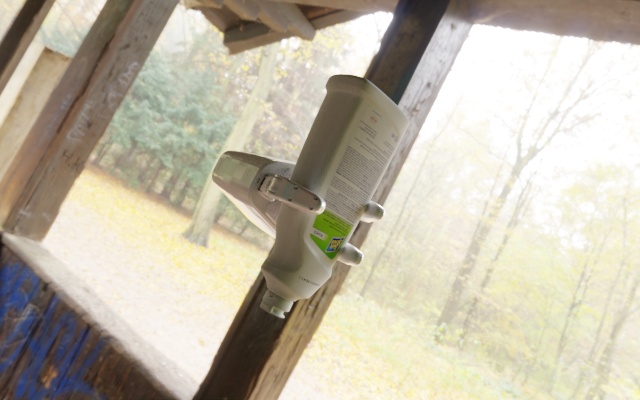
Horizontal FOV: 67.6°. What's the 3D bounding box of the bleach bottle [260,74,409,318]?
[{"bbox_3d":[0.000,0.002,0.504,0.102,0.251,0.068,31,-6,-39],"label":"bleach bottle"}]
